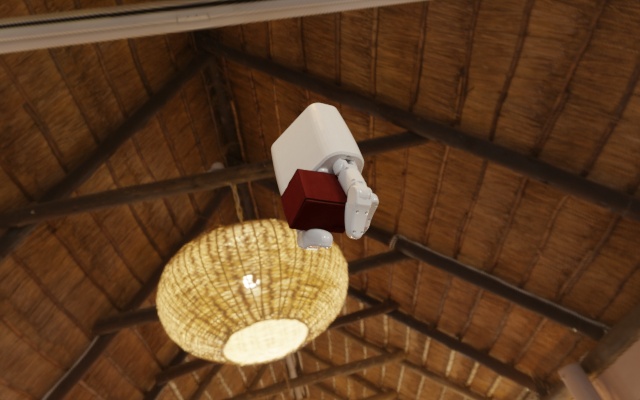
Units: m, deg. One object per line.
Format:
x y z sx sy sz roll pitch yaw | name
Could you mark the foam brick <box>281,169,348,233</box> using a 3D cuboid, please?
0.000 0.002 0.570 0.078 0.051 0.053 7 -46 -30 | foam brick
